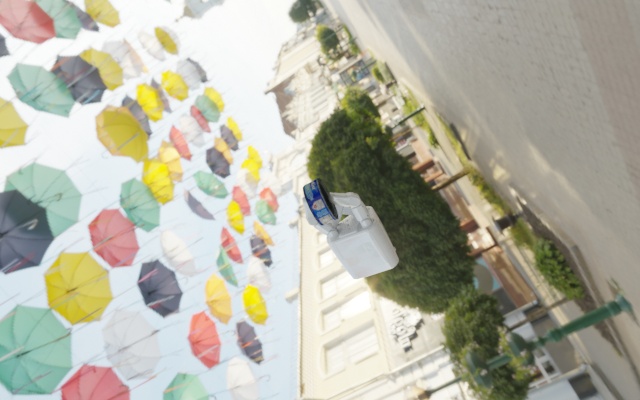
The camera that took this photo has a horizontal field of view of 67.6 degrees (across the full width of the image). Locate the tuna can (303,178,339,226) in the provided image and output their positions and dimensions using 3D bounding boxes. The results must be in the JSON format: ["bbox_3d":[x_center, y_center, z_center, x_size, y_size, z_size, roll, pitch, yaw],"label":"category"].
[{"bbox_3d":[0.000,0.003,0.890,0.034,0.086,0.086,-26,-5,10],"label":"tuna can"}]
